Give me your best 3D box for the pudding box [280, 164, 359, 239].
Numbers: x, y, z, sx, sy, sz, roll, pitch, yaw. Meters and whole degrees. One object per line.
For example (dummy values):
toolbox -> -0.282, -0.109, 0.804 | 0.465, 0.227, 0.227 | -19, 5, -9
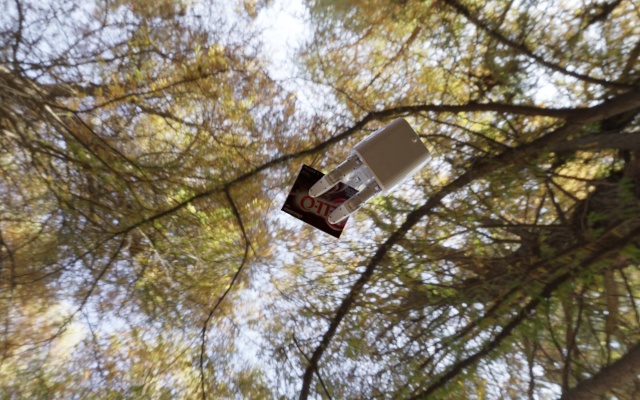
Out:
pudding box -> 0.000, 0.003, 0.818 | 0.113, 0.090, 0.039 | 26, -7, -2
